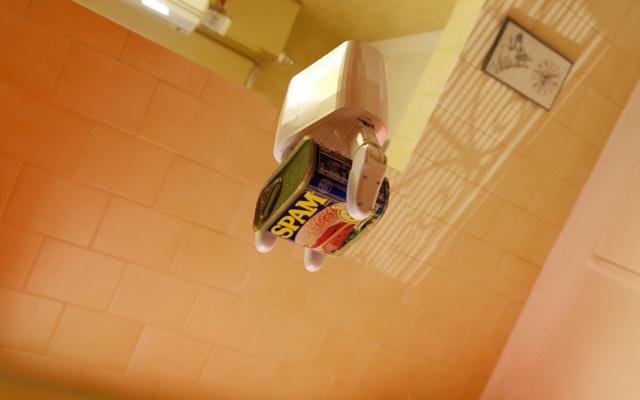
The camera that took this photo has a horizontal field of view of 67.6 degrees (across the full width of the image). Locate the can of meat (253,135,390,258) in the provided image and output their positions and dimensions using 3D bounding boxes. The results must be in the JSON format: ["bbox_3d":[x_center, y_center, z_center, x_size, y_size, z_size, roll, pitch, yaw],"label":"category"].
[{"bbox_3d":[0.000,0.002,0.428,0.084,0.057,0.102,23,-43,-23],"label":"can of meat"}]
